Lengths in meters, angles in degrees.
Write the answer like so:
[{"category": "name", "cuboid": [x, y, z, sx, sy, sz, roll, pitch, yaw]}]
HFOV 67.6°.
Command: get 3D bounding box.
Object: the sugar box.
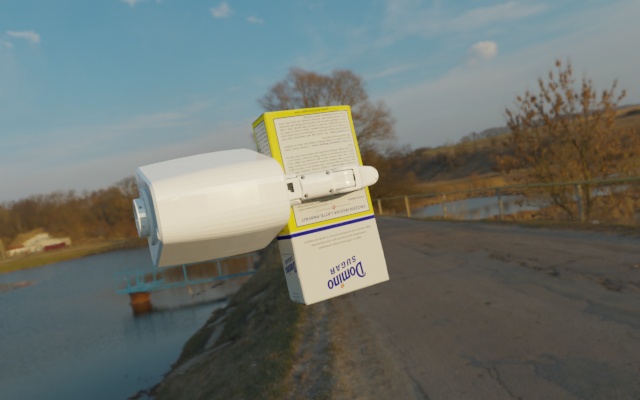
[{"category": "sugar box", "cuboid": [0.000, 0.001, 0.458, 0.093, 0.176, 0.048, -11, 1, -25]}]
